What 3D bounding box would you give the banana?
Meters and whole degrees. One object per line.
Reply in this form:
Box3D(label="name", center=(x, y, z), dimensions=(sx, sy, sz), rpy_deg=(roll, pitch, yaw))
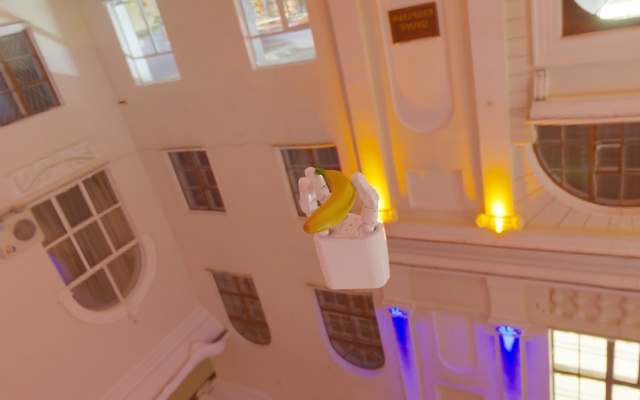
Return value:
Box3D(label="banana", center=(0.019, -0.001, 0.735), dimensions=(0.069, 0.037, 0.197), rpy_deg=(-6, 26, 8))
